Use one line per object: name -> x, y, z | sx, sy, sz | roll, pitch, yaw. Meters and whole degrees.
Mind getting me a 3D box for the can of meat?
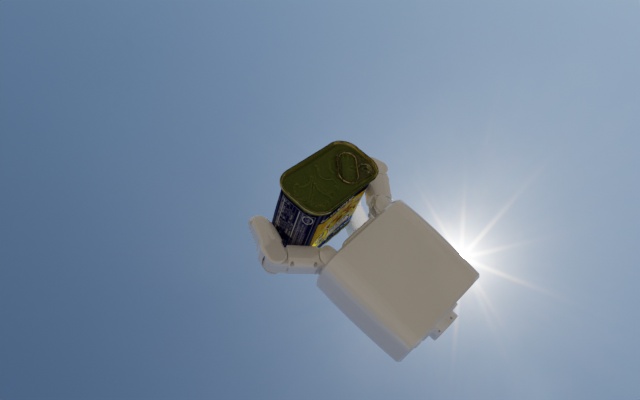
can of meat -> 0.000, 0.002, 0.470 | 0.102, 0.057, 0.084 | -36, -21, -37
